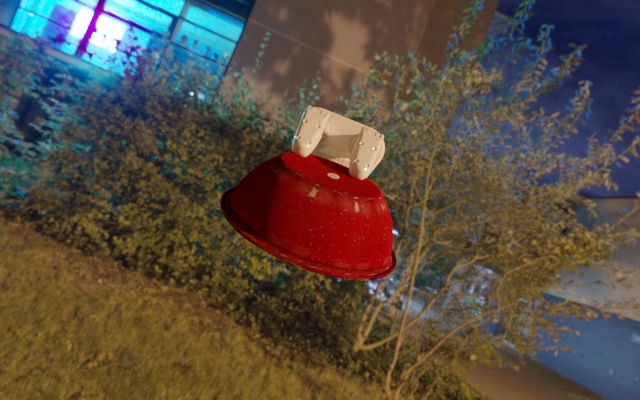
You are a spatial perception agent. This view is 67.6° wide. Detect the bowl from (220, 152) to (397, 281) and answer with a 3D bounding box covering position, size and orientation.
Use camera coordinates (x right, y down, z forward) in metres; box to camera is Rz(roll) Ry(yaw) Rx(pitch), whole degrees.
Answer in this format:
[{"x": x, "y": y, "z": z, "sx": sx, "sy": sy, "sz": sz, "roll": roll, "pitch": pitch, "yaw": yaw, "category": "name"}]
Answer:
[{"x": 0.000, "y": 0.001, "z": 0.408, "sx": 0.162, "sy": 0.055, "sz": 0.162, "roll": 20, "pitch": 18, "yaw": -7, "category": "bowl"}]
